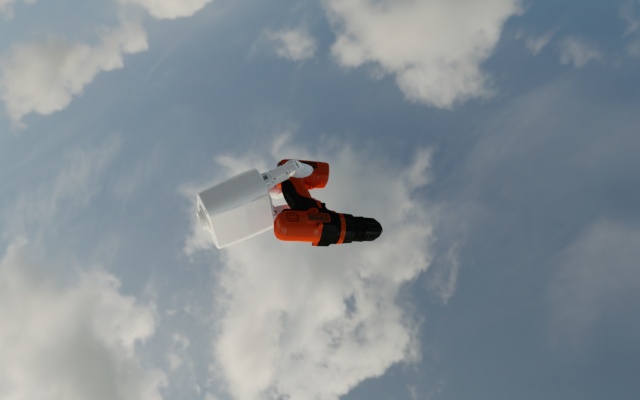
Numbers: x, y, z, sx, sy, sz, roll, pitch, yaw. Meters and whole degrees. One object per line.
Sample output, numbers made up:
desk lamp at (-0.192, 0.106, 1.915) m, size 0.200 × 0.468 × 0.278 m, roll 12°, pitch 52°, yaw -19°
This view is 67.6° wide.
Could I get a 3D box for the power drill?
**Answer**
power drill at (0.000, 0.002, 0.829) m, size 0.184 × 0.057 × 0.187 m, roll 4°, pitch 35°, yaw -20°
